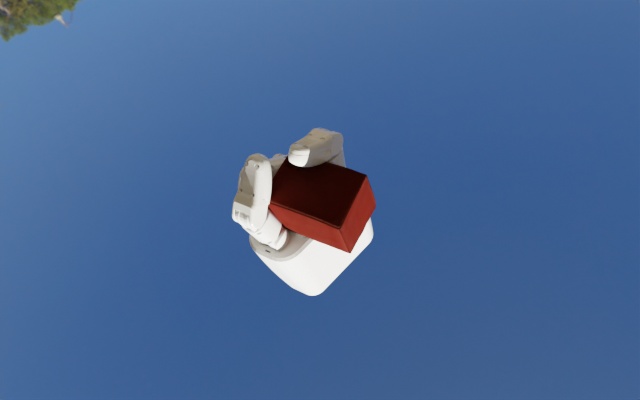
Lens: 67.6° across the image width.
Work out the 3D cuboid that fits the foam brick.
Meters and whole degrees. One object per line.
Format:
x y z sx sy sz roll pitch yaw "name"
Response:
0.000 0.001 0.406 0.078 0.053 0.051 20 -23 27 "foam brick"
